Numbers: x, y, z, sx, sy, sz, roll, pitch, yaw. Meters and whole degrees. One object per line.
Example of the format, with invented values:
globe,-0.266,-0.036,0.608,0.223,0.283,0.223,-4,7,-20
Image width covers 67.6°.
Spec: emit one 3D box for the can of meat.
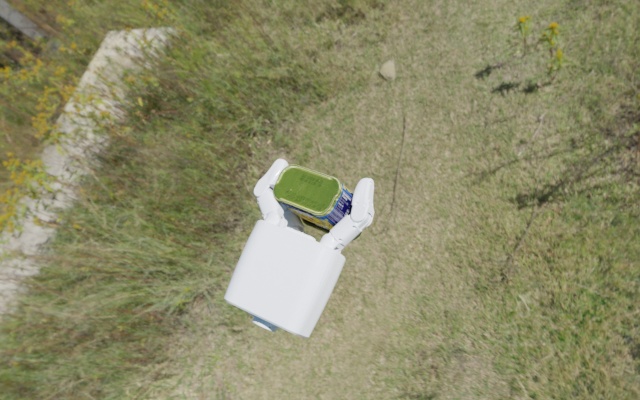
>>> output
can of meat,0.000,0.002,0.609,0.102,0.057,0.084,20,-12,36
